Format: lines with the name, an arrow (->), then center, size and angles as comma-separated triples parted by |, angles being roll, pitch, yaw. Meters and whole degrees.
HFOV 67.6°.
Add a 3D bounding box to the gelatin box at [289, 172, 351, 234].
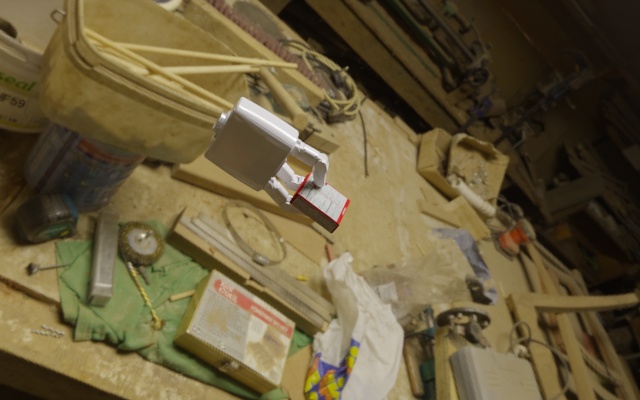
gelatin box -> 0.001, 0.003, 0.801 | 0.089, 0.030, 0.073 | 36, 38, -6
